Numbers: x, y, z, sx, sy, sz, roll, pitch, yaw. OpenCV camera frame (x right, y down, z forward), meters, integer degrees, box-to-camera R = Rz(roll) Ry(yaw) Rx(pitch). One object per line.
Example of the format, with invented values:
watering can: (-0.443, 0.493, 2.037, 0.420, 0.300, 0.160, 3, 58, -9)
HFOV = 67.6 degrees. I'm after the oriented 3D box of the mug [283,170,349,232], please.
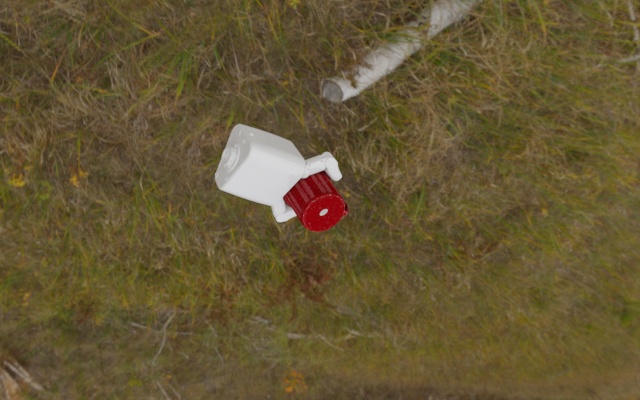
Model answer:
mug: (0.001, 0.003, 0.833, 0.117, 0.093, 0.081, 16, 26, -36)
